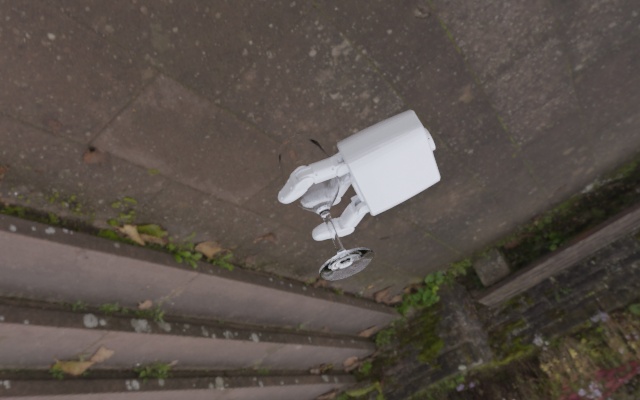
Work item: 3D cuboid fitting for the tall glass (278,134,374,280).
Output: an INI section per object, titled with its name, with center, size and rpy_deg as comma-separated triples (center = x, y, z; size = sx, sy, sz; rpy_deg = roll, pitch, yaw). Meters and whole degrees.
[tall glass]
center = 0.000, 0.003, 0.647
size = 0.079, 0.201, 0.079
rpy_deg = -17, -31, -11
